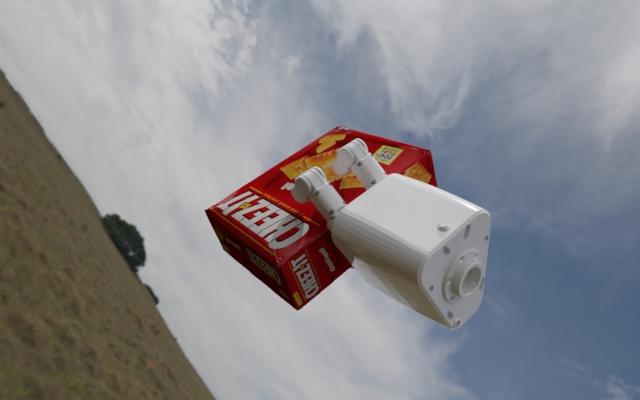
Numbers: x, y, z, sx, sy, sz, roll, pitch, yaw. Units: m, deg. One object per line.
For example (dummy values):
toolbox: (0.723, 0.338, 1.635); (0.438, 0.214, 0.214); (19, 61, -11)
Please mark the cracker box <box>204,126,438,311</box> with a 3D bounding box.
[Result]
cracker box: (0.000, 0.002, 0.545); (0.213, 0.072, 0.164); (-35, 36, -24)
